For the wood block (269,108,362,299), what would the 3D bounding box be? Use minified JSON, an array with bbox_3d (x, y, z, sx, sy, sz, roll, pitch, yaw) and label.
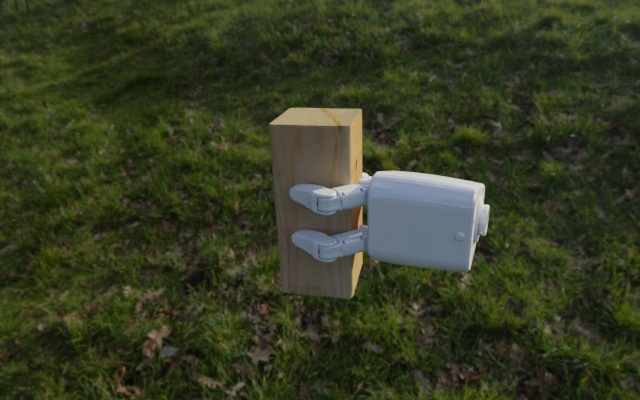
[{"bbox_3d":[0.001,0.002,0.567,0.090,0.206,0.090,3,23,12],"label":"wood block"}]
